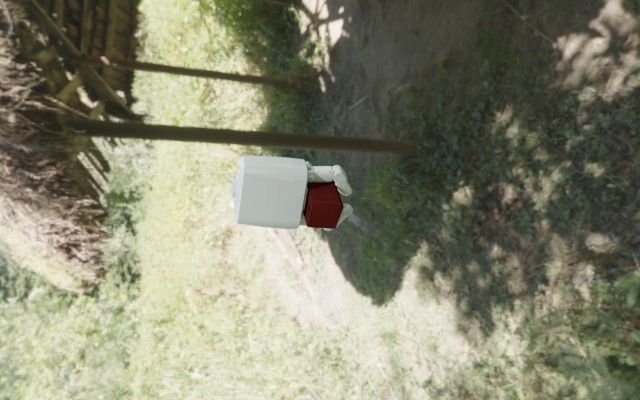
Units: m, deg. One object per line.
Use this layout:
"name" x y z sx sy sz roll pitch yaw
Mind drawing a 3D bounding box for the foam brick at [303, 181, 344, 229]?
"foam brick" 0.000 0.003 0.794 0.051 0.053 0.078 4 37 -17
